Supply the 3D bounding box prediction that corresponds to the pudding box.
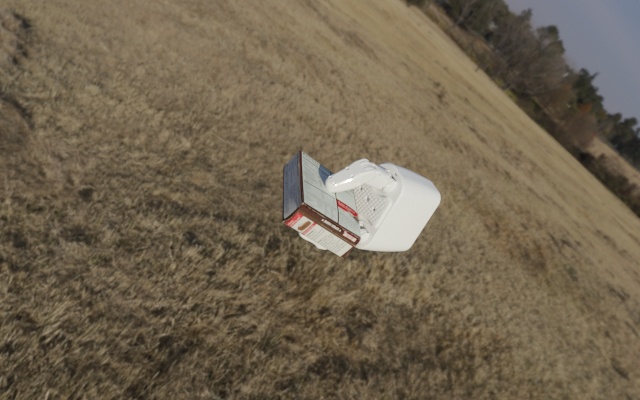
[{"bbox_3d":[0.000,0.002,0.565,0.090,0.039,0.113,32,27,-24],"label":"pudding box"}]
